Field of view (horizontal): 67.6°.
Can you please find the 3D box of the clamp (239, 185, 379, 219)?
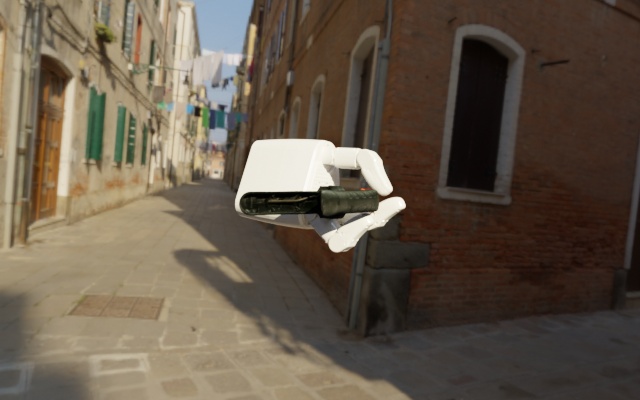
[{"bbox_3d":[0.000,0.001,0.517,0.120,0.039,0.171,6,2,30],"label":"clamp"}]
